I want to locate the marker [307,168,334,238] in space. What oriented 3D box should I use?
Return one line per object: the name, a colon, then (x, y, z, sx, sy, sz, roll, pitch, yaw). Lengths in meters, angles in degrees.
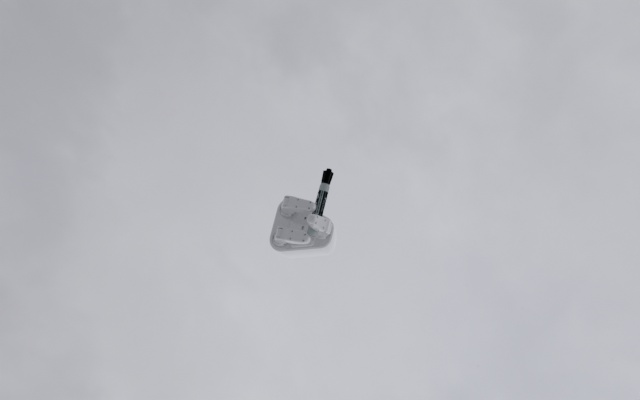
marker: (0.000, 0.003, 0.808, 0.020, 0.121, 0.020, 14, -14, 3)
